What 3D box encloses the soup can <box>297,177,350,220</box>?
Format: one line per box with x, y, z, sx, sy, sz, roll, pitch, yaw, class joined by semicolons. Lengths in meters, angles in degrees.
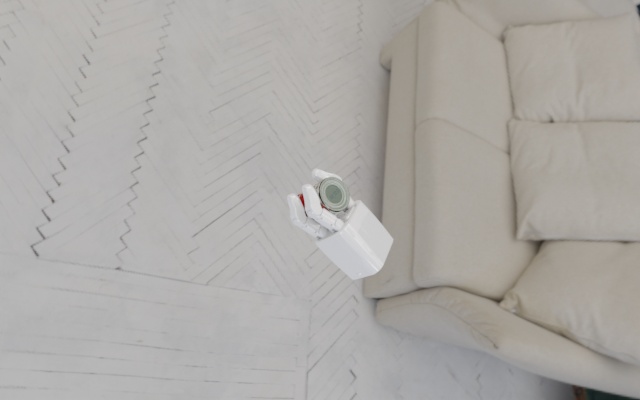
0.000;0.002;0.892;0.068;0.068;0.102;0;-17;-33;soup can
